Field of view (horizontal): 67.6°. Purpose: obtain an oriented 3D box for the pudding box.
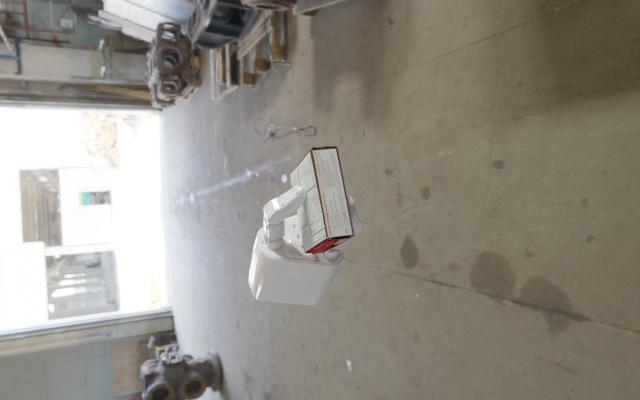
[{"bbox_3d":[0.000,0.002,0.581,0.039,0.113,0.090,-7,-13,-22],"label":"pudding box"}]
